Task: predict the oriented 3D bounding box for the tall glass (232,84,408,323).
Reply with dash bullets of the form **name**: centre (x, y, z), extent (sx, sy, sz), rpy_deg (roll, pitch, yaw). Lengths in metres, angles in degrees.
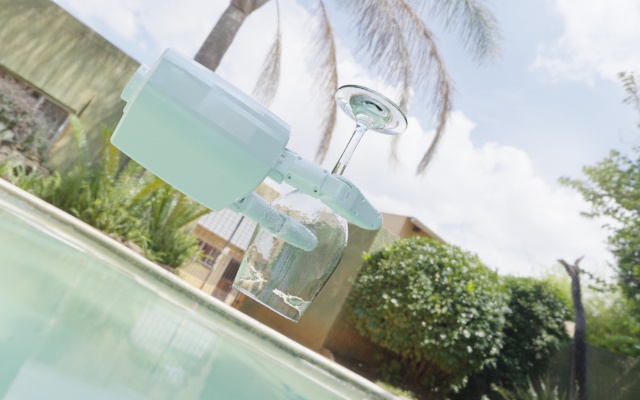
- **tall glass**: centre (0.001, 0.001, 0.417), extent (0.079, 0.201, 0.079), rpy_deg (27, -14, 7)
